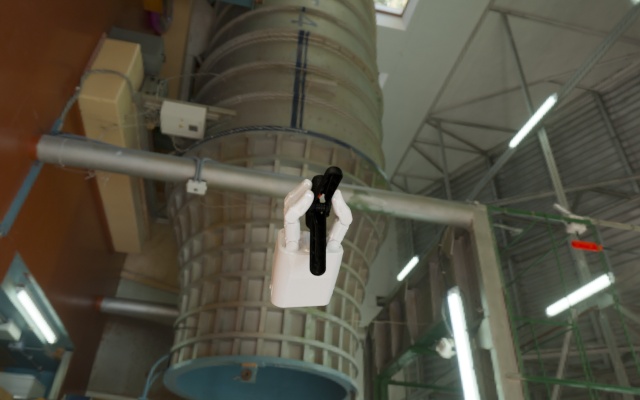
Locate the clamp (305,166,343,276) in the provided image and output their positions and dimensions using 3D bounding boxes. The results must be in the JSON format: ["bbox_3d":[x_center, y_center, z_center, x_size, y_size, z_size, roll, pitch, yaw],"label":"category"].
[{"bbox_3d":[0.001,0.003,0.769,0.036,0.165,0.210,9,20,-9],"label":"clamp"}]
